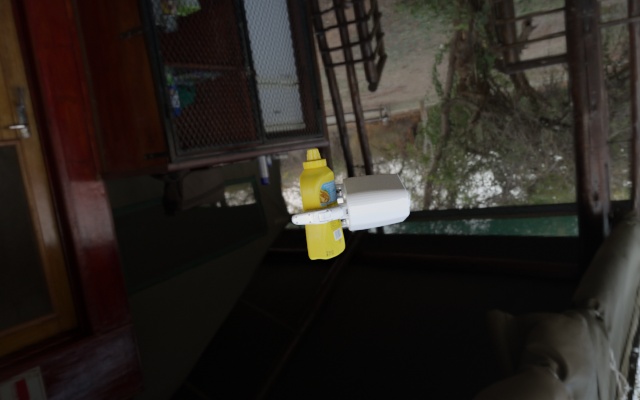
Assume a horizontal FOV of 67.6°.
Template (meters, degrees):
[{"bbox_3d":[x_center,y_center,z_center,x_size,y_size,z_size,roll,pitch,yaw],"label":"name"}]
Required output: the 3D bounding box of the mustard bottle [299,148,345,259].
[{"bbox_3d":[0.000,0.003,0.857,0.058,0.191,0.096,-5,8,25],"label":"mustard bottle"}]
